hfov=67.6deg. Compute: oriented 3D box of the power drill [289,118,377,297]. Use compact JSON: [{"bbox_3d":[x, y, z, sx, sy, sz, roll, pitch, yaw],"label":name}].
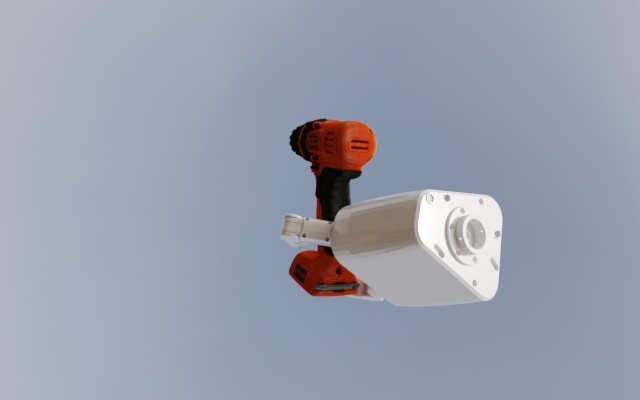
[{"bbox_3d":[0.000,0.002,0.540,0.057,0.187,0.184,0,8,-19],"label":"power drill"}]
